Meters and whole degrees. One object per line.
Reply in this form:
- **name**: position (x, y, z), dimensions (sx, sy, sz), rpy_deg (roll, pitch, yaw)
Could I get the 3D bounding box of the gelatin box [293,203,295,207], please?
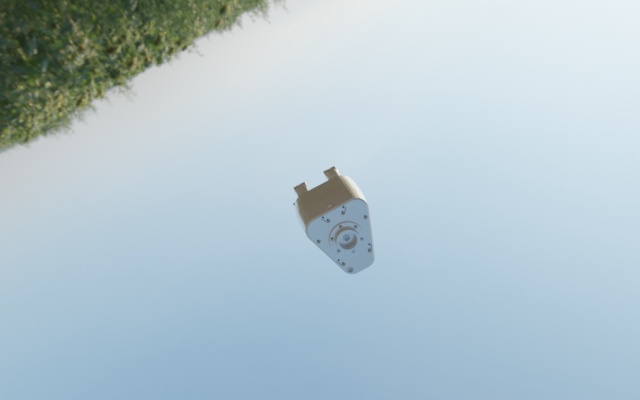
- **gelatin box**: position (0.000, 0.003, 0.817), dimensions (0.073, 0.030, 0.089), rpy_deg (-33, 16, -12)
